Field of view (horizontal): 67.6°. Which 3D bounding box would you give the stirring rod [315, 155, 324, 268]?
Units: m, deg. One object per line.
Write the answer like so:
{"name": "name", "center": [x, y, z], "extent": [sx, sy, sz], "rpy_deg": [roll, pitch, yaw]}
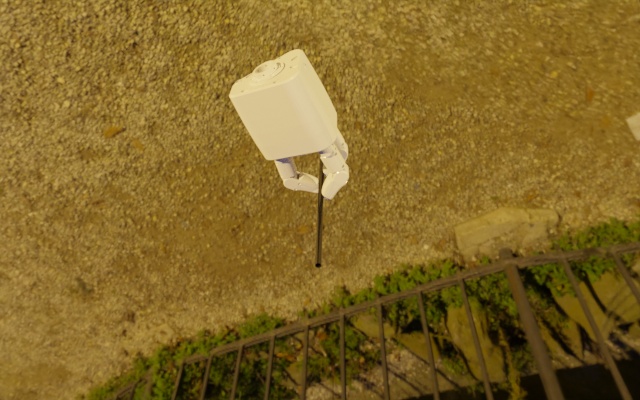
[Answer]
{"name": "stirring rod", "center": [0.000, 0.002, 0.670], "extent": [0.011, 0.011, 0.239], "rpy_deg": [0, 40, 2]}
